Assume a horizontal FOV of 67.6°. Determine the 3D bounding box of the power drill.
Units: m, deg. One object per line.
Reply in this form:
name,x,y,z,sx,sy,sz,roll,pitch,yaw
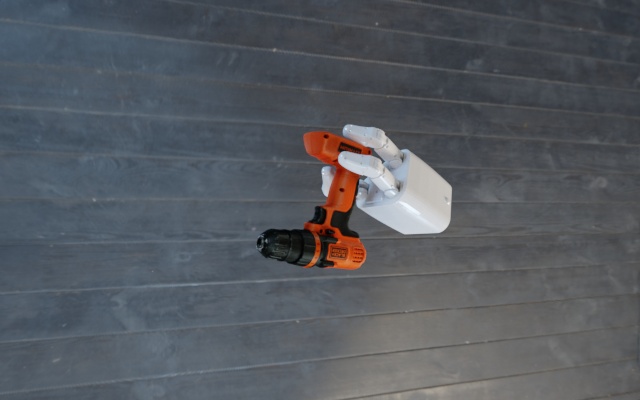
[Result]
power drill,0.000,0.002,0.675,0.184,0.187,0.057,13,-4,-42
